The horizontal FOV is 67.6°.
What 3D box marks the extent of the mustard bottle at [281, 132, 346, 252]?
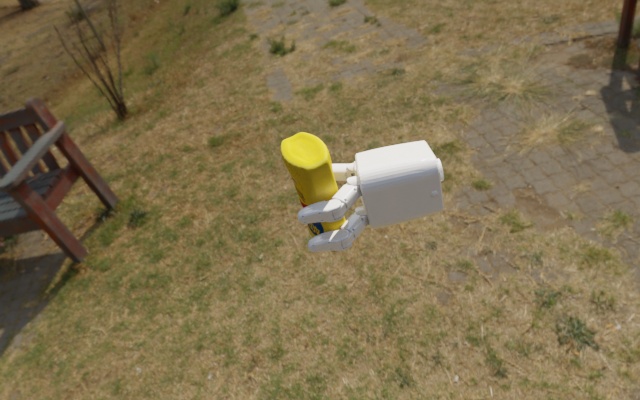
[{"bbox_3d":[0.000,0.002,0.686,0.058,0.192,0.096,-28,39,-12],"label":"mustard bottle"}]
